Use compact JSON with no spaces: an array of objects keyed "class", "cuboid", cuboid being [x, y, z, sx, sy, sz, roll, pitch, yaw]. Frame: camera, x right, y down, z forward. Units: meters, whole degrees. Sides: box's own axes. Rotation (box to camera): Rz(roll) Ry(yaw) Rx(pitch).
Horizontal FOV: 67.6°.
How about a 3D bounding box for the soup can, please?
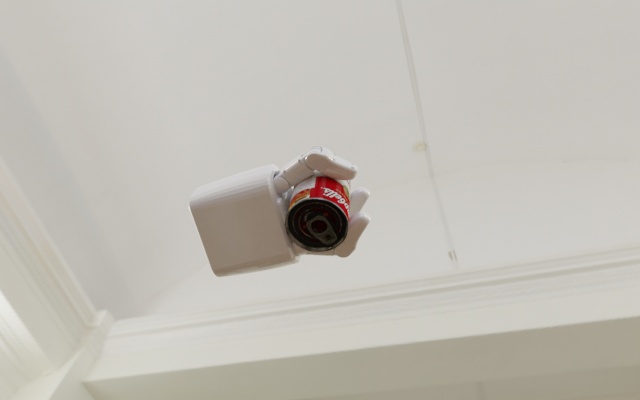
[{"class":"soup can","cuboid":[0.001,0.001,0.545,0.068,0.068,0.102,0,30,6]}]
